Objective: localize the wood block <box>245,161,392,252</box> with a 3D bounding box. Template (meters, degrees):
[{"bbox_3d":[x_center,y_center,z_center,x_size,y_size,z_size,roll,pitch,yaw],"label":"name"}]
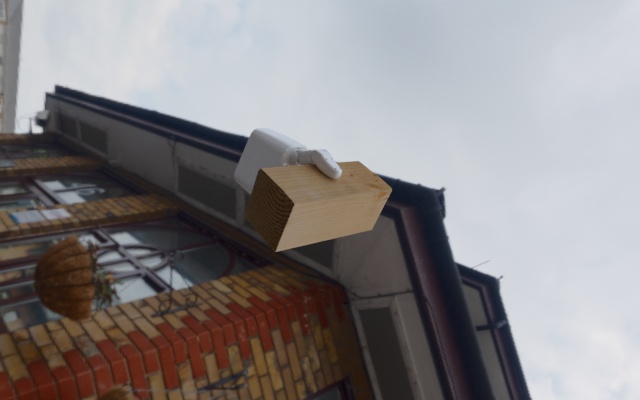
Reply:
[{"bbox_3d":[0.000,0.002,0.743,0.206,0.091,0.090,-9,42,-42],"label":"wood block"}]
